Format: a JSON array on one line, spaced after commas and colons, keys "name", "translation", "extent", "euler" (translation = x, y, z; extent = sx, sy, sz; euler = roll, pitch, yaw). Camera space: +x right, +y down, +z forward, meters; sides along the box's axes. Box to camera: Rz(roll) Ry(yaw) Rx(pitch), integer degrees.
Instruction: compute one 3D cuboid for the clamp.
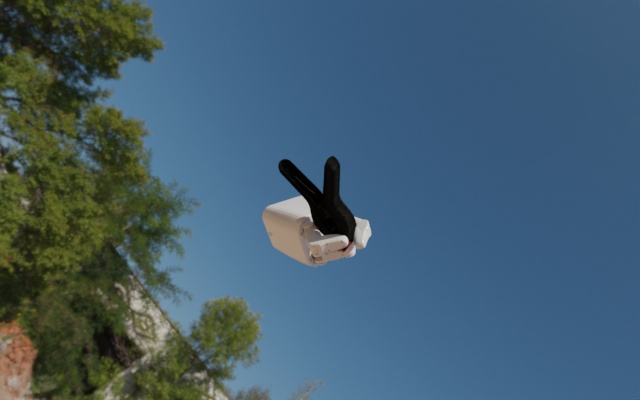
[{"name": "clamp", "translation": [0.001, 0.002, 0.735], "extent": [0.039, 0.172, 0.120], "euler": [-37, 35, -30]}]
